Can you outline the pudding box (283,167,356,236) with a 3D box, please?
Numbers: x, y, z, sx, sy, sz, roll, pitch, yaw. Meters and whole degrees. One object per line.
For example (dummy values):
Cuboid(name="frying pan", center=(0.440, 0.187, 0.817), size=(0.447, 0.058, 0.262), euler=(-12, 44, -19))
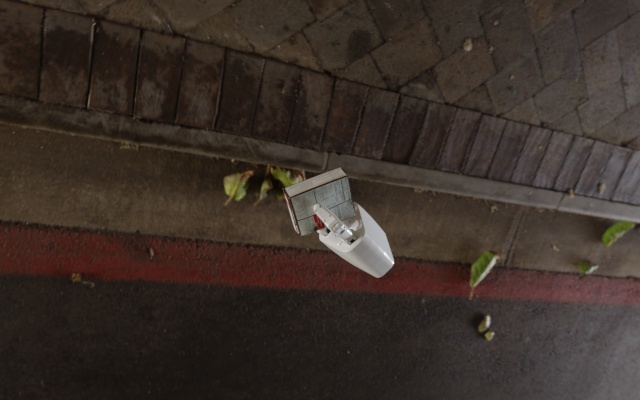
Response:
Cuboid(name="pudding box", center=(0.000, 0.003, 0.835), size=(0.113, 0.090, 0.039), euler=(-22, 34, -12))
